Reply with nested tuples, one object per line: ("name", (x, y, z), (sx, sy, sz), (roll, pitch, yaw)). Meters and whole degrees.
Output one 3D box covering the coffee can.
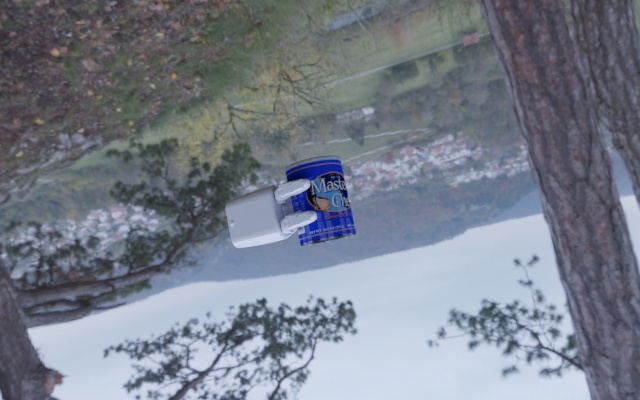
("coffee can", (0.000, 0.003, 0.840), (0.103, 0.140, 0.103), (-12, -7, -2))
